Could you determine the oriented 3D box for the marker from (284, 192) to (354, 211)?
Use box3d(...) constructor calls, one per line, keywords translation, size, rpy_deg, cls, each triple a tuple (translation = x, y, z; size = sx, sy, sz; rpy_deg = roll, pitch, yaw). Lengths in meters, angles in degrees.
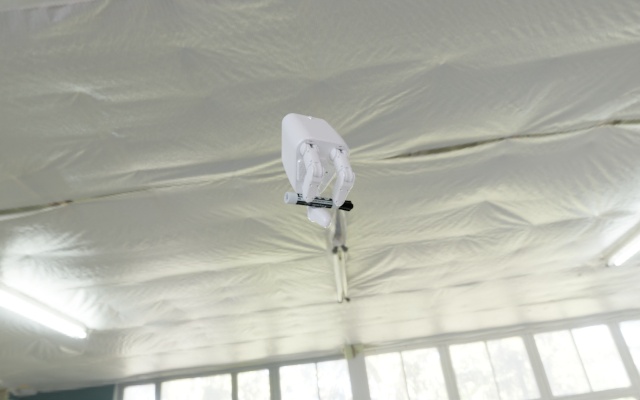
box3d(translation=(0.000, 0.003, 0.777), size=(0.121, 0.020, 0.020), rpy_deg=(8, -3, -26), cls="marker")
